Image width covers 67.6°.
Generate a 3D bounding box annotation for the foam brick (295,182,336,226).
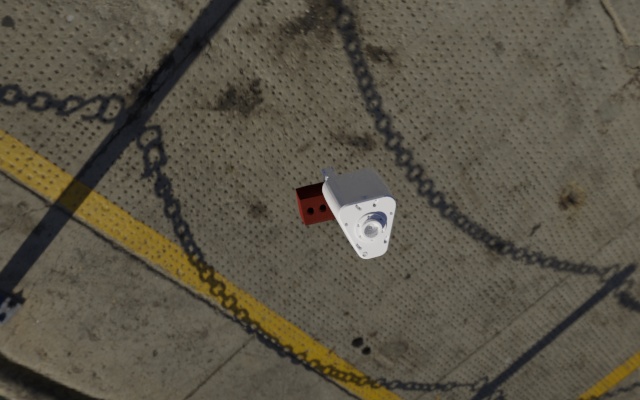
[{"bbox_3d":[0.000,0.003,0.836,0.078,0.053,0.051,-14,27,-5],"label":"foam brick"}]
